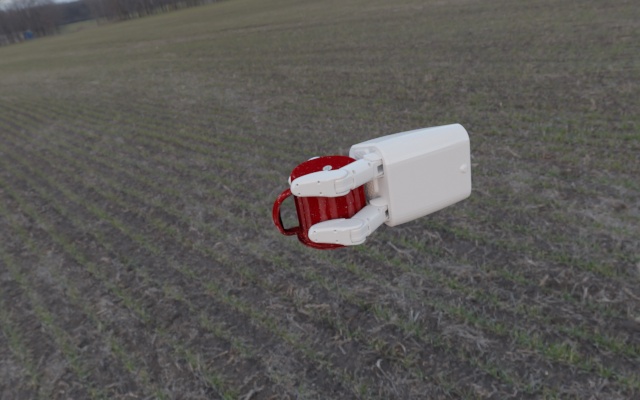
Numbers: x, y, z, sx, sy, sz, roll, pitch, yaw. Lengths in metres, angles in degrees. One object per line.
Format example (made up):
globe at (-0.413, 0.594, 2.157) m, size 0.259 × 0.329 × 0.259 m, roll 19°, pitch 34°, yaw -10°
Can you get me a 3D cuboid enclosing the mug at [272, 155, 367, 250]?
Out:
mug at (-0.001, 0.002, 0.550) m, size 0.117 × 0.081 × 0.093 m, roll -17°, pitch 25°, yaw -15°
